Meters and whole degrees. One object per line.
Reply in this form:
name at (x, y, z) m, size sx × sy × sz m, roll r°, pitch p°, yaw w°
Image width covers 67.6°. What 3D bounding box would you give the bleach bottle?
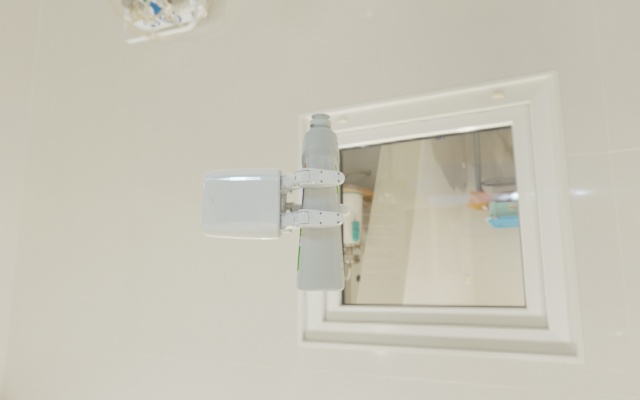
bleach bottle at (0.000, 0.002, 0.686) m, size 0.068 × 0.250 × 0.102 m, roll 0°, pitch -10°, yaw 0°
